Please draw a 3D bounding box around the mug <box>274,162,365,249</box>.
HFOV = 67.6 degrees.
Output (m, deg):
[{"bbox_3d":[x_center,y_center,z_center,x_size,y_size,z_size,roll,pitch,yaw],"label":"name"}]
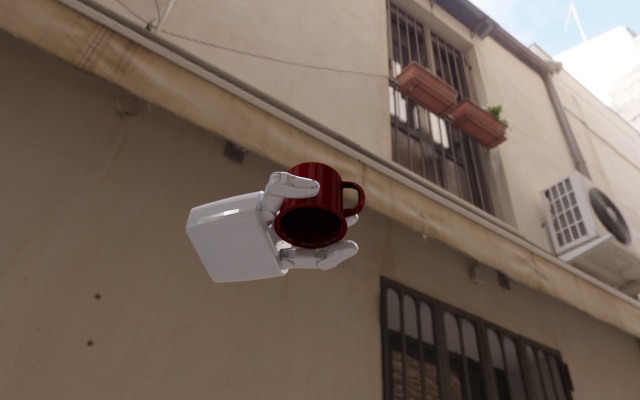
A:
[{"bbox_3d":[0.001,0.002,0.623,0.117,0.081,0.093,-11,-42,15],"label":"mug"}]
